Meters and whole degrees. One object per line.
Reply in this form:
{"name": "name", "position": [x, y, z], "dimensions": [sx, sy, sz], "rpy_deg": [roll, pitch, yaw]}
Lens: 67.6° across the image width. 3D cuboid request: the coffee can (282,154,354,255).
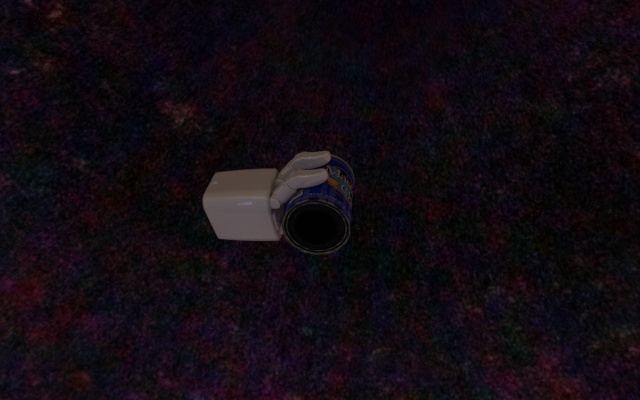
{"name": "coffee can", "position": [0.000, 0.002, 0.761], "dimensions": [0.103, 0.103, 0.140], "rpy_deg": [0, 34, 7]}
